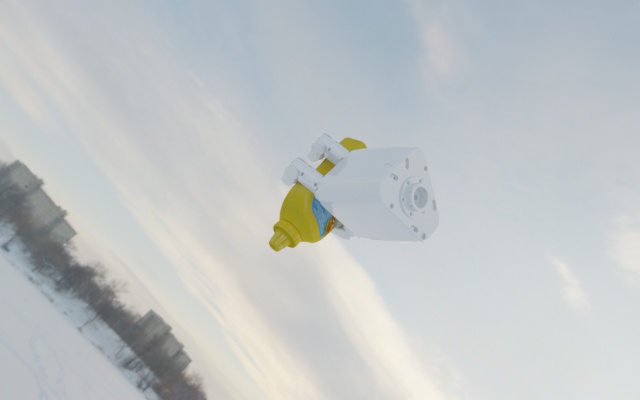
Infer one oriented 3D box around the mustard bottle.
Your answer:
[{"bbox_3d":[0.000,0.002,0.662,0.058,0.096,0.191,24,55,35],"label":"mustard bottle"}]
